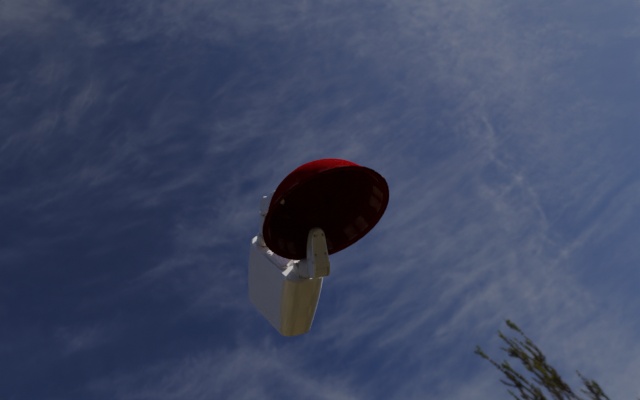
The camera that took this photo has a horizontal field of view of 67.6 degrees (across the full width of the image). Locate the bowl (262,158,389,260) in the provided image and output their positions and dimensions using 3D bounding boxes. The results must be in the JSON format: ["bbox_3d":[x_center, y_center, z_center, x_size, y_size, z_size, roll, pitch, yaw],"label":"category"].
[{"bbox_3d":[0.001,0.001,0.584,0.162,0.055,0.162,-16,-39,-13],"label":"bowl"}]
